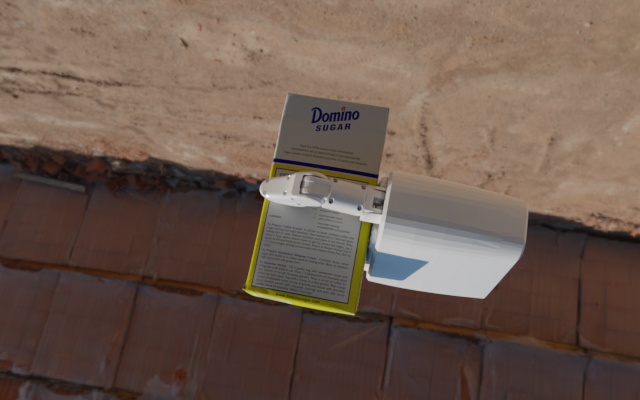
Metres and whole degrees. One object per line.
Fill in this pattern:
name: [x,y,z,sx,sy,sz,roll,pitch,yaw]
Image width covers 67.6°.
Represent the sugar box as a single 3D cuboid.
sugar box: [0.000,0.002,0.410,0.093,0.176,0.048,10,-15,6]
